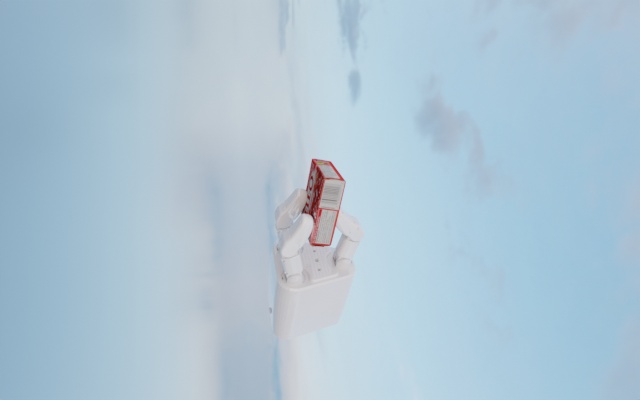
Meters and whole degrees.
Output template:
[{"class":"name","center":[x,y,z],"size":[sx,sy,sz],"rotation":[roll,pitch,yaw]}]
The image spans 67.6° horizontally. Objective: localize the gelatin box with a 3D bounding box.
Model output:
[{"class":"gelatin box","center":[0.001,0.002,0.590],"size":[0.030,0.089,0.073],"rotation":[6,22,-16]}]
